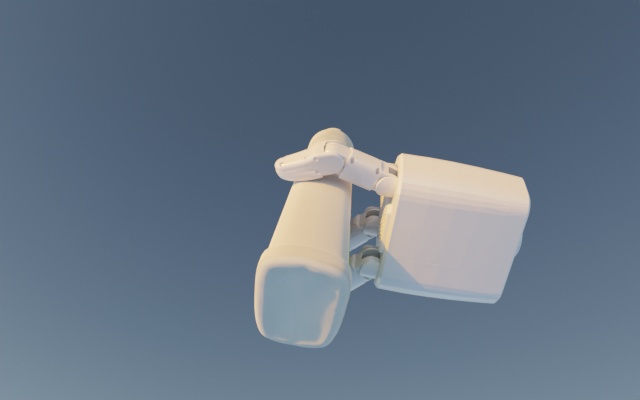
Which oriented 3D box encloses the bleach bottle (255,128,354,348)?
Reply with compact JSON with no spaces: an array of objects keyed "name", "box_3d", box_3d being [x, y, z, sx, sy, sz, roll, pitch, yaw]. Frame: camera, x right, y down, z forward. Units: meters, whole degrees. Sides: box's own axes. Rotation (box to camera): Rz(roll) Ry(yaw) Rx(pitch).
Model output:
[{"name":"bleach bottle","box_3d":[0.000,0.002,0.439,0.068,0.103,0.250,11,39,1]}]
